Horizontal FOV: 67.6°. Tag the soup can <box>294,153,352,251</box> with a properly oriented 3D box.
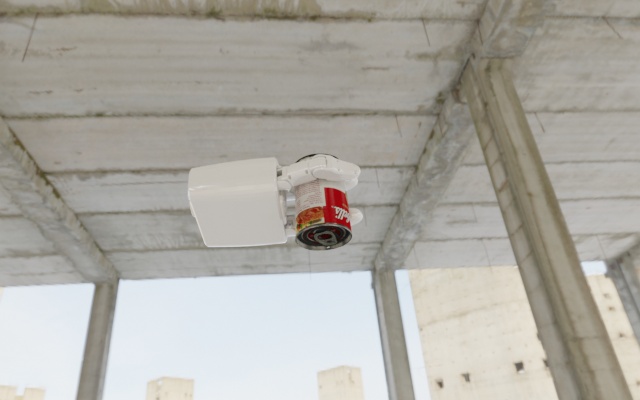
[{"bbox_3d":[0.001,0.002,0.589,0.068,0.102,0.068,-4,-31,-2],"label":"soup can"}]
